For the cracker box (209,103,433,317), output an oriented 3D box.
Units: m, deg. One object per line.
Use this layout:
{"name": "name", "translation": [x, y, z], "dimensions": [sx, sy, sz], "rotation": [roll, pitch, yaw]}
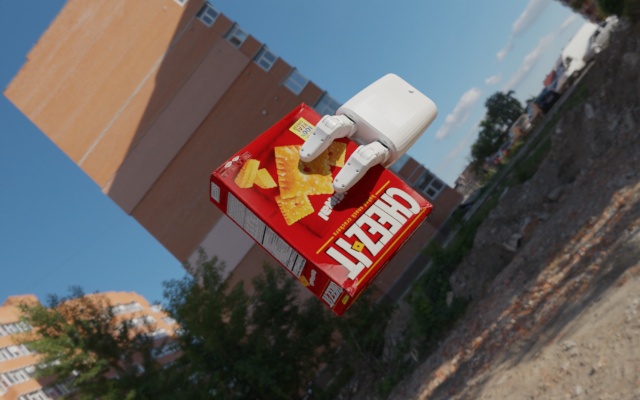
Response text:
{"name": "cracker box", "translation": [0.000, 0.002, 0.572], "dimensions": [0.164, 0.213, 0.072], "rotation": [-42, -15, -30]}
